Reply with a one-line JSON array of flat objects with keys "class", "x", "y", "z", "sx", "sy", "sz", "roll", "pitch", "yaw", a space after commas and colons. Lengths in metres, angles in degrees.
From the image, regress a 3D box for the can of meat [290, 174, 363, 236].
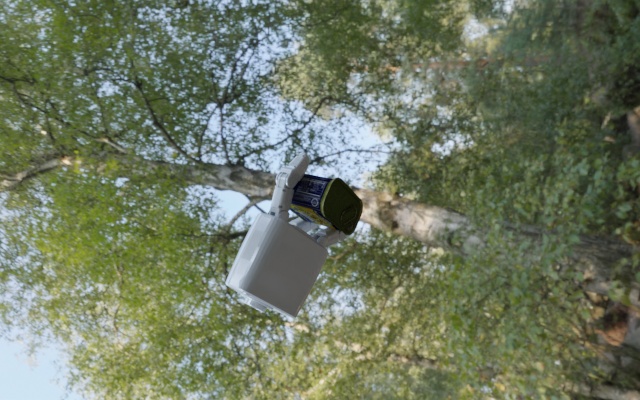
[{"class": "can of meat", "x": 0.000, "y": 0.002, "z": 0.683, "sx": 0.084, "sy": 0.057, "sz": 0.102, "roll": 13, "pitch": -17, "yaw": 35}]
